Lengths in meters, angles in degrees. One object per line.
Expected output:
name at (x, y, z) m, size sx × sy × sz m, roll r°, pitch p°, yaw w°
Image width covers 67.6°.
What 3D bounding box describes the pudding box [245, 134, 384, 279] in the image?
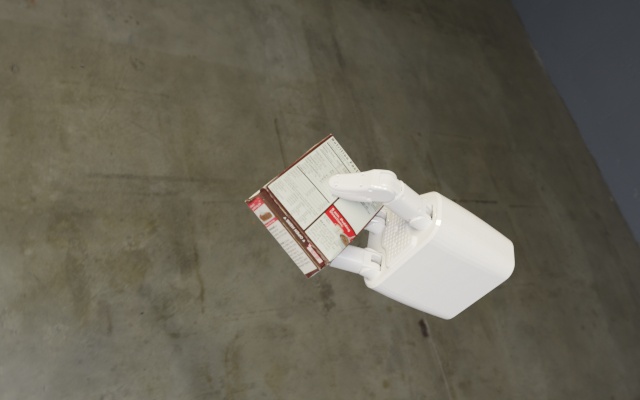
pudding box at (0.000, 0.001, 0.444) m, size 0.039 × 0.090 × 0.113 m, roll -36°, pitch 4°, yaw 45°
